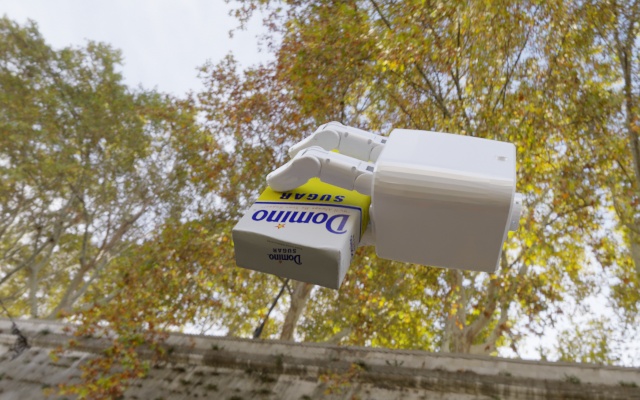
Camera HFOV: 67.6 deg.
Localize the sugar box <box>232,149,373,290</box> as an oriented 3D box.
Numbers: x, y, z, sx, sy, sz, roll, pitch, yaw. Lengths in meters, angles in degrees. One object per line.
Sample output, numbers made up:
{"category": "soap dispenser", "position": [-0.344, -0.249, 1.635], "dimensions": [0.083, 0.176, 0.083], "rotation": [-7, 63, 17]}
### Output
{"category": "sugar box", "position": [0.000, 0.001, 0.442], "dimensions": [0.093, 0.048, 0.176], "rotation": [10, 32, 15]}
